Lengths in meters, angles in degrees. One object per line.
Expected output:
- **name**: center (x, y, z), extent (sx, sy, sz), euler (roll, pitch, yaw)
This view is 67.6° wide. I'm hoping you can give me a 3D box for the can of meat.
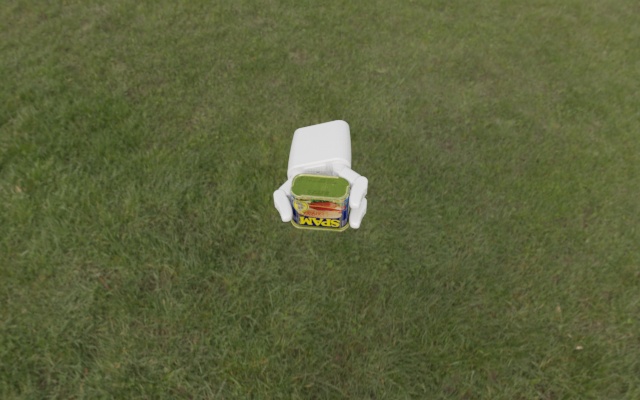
- **can of meat**: center (0.000, 0.002, 0.806), extent (0.102, 0.057, 0.084), euler (5, -40, 5)
